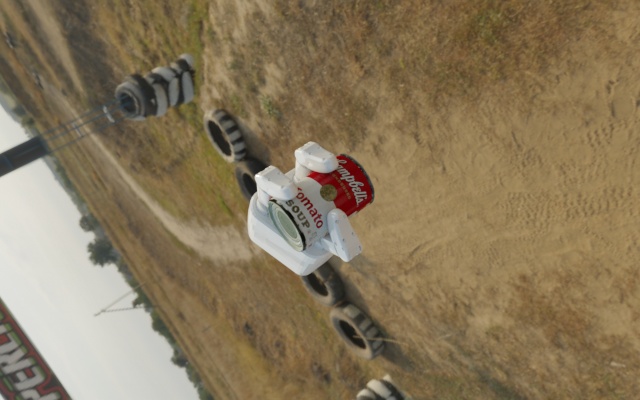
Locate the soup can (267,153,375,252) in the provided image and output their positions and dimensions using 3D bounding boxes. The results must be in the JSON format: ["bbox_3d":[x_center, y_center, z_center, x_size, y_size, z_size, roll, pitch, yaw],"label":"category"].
[{"bbox_3d":[0.000,0.002,0.528,0.102,0.068,0.068,-34,14,-22],"label":"soup can"}]
